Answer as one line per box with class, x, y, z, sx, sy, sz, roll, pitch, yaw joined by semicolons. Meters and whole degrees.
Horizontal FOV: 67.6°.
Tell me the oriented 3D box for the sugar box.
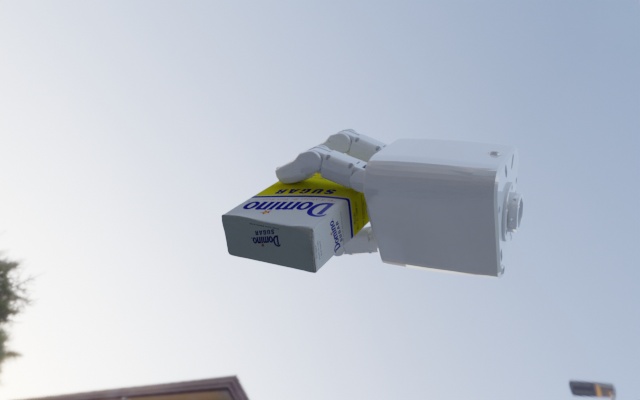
sugar box;0.000;0.001;0.452;0.093;0.048;0.176;7;23;30
